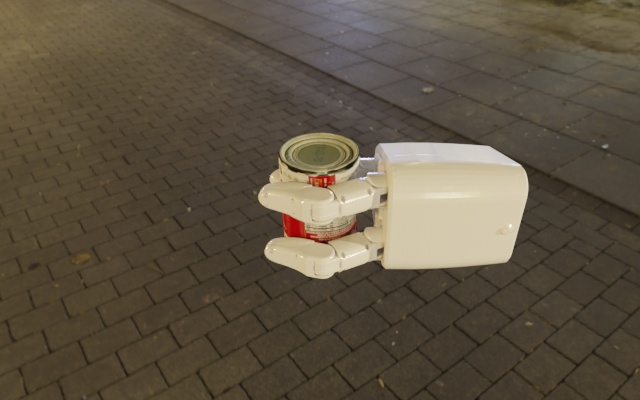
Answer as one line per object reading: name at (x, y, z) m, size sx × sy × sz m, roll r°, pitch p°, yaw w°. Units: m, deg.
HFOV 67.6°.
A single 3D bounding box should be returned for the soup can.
soup can at (0.000, 0.001, 0.415) m, size 0.068 × 0.102 × 0.068 m, roll -1°, pitch 35°, yaw 1°
